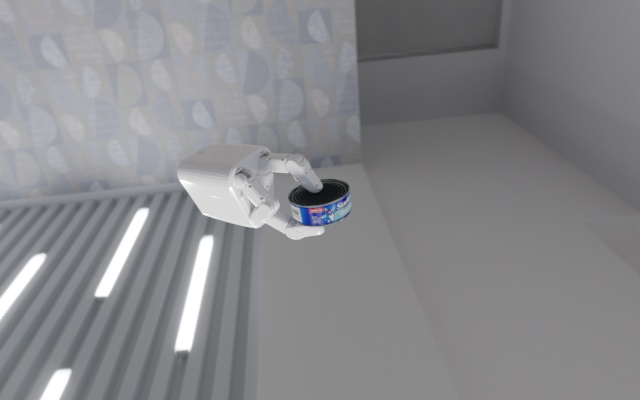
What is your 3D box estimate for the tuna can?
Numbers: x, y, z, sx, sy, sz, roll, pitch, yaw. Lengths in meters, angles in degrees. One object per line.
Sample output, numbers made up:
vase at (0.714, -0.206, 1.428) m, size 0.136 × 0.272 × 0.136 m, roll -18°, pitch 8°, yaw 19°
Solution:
tuna can at (0.000, 0.003, 0.664) m, size 0.086 × 0.034 × 0.086 m, roll -9°, pitch 25°, yaw 4°
